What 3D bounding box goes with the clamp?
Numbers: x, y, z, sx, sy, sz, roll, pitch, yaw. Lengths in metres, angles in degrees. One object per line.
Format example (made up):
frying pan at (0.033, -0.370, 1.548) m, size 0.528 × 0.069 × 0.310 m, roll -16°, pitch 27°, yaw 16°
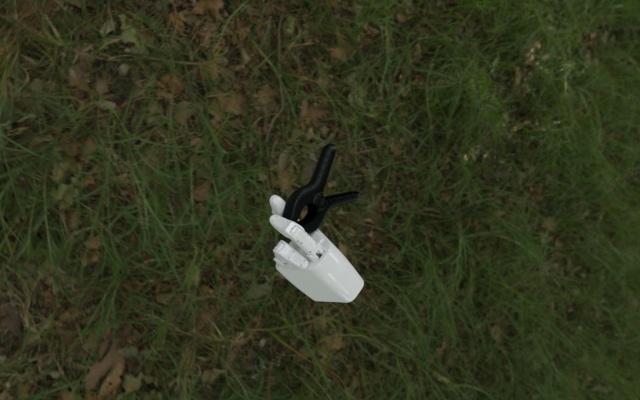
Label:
clamp at (0.000, 0.003, 0.803) m, size 0.120 × 0.171 × 0.039 m, roll 48°, pitch -20°, yaw -30°
